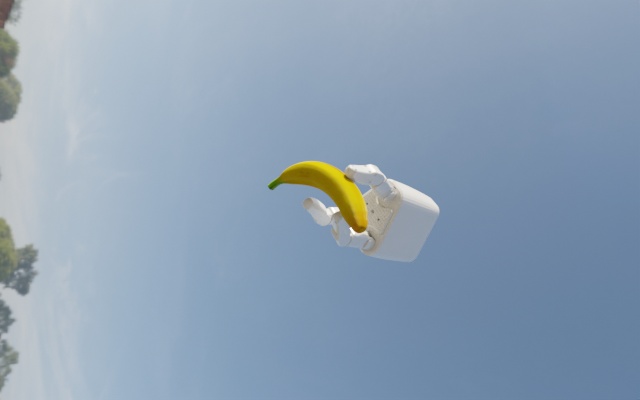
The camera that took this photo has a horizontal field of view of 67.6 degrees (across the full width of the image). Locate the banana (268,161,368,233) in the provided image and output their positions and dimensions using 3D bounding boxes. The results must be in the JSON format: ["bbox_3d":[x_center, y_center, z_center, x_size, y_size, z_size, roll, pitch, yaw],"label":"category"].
[{"bbox_3d":[0.006,-0.016,0.659,0.197,0.069,0.037,25,-3,46],"label":"banana"}]
